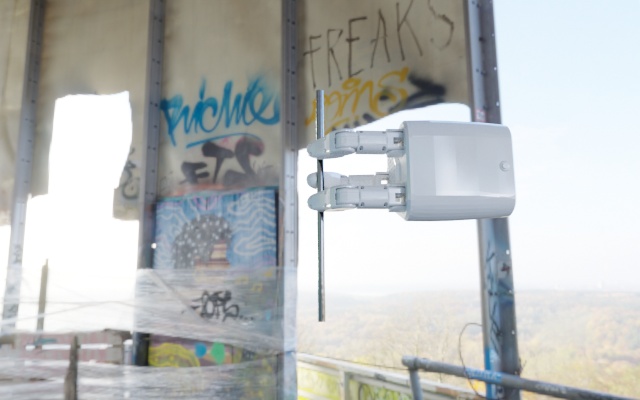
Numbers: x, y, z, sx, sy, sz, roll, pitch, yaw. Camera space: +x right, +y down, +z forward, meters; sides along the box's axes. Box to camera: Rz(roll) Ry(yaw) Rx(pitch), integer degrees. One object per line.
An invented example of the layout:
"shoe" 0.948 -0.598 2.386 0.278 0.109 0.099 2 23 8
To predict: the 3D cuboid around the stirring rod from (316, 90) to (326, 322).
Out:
"stirring rod" 0.000 0.002 0.493 0.011 0.239 0.011 0 -9 0
